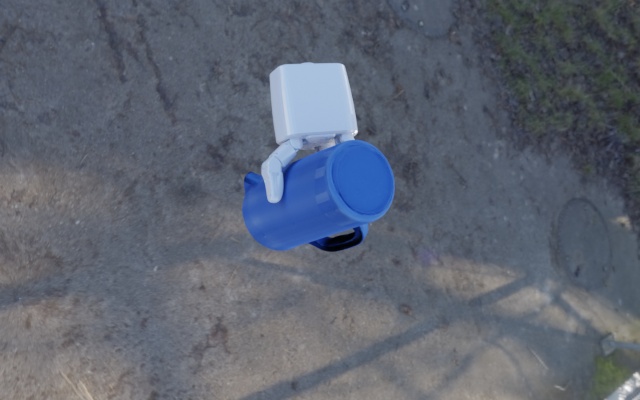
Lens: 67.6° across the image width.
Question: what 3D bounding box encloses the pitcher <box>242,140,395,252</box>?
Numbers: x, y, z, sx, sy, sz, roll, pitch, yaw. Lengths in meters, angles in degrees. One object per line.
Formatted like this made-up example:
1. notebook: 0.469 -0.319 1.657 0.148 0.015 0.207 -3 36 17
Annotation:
1. pitcher: 0.000 0.002 0.697 0.149 0.145 0.243 -3 -9 -33
